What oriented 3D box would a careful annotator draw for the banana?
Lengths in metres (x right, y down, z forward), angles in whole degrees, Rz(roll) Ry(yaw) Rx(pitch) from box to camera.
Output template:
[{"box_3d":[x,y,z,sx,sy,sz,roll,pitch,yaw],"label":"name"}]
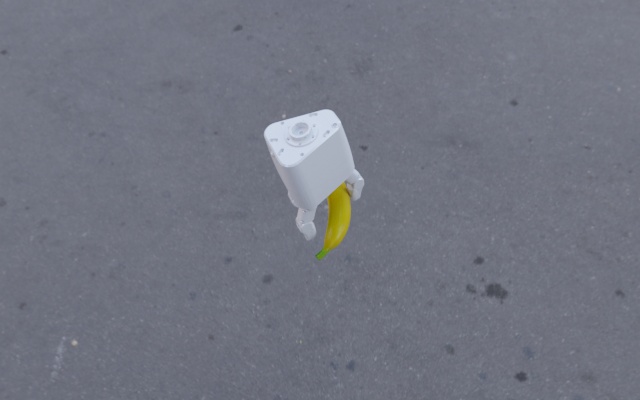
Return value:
[{"box_3d":[0.018,0.001,0.817,0.069,0.197,0.037,-13,-35,17],"label":"banana"}]
